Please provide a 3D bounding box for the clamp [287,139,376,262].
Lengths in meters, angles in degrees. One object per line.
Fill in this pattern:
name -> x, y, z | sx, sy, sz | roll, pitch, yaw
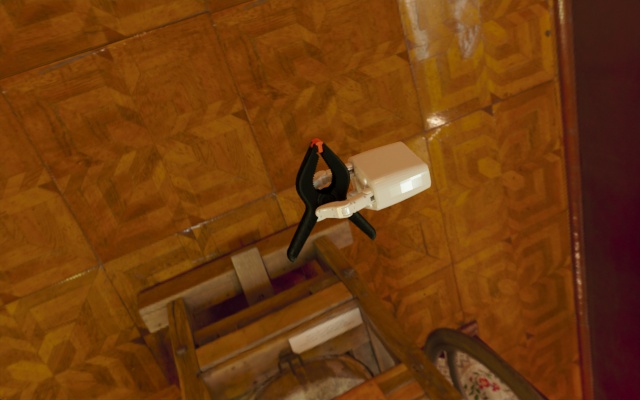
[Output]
clamp -> 0.000, 0.002, 0.807 | 0.164, 0.210, 0.036 | -21, 23, -11
